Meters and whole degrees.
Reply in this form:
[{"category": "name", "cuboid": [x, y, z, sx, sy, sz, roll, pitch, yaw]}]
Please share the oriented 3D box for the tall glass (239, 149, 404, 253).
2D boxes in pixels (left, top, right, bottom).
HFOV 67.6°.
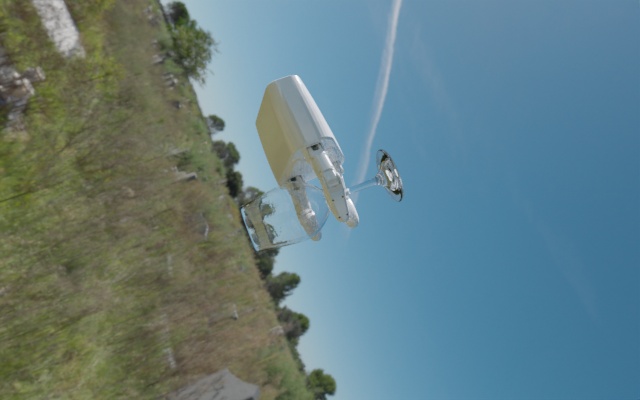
[{"category": "tall glass", "cuboid": [0.001, 0.002, 0.615, 0.201, 0.079, 0.079, -21, 4, -10]}]
